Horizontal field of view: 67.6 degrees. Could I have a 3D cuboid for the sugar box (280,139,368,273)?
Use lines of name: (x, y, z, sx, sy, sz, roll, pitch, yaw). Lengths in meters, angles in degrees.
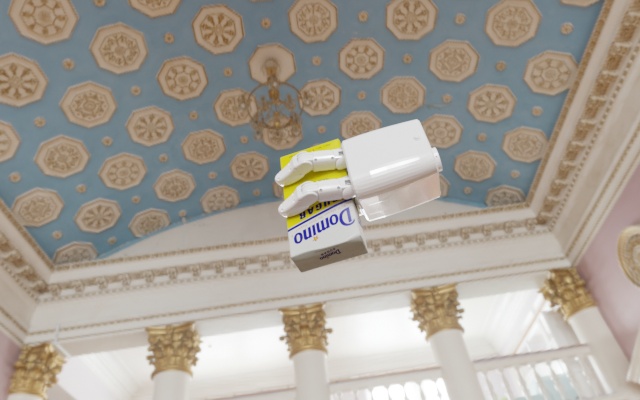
sugar box: (0.000, 0.002, 0.640, 0.093, 0.176, 0.048, -18, -43, 9)
